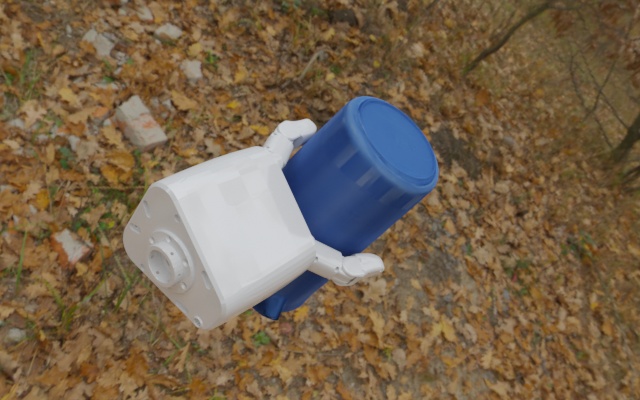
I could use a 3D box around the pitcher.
[{"bbox_3d":[0.000,0.002,0.499,0.145,0.149,0.243,-24,-15,-49],"label":"pitcher"}]
